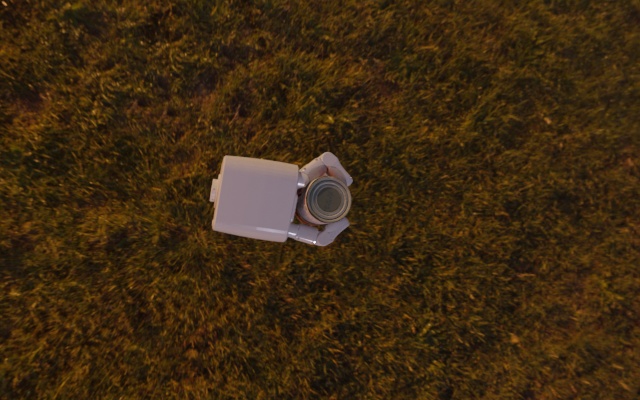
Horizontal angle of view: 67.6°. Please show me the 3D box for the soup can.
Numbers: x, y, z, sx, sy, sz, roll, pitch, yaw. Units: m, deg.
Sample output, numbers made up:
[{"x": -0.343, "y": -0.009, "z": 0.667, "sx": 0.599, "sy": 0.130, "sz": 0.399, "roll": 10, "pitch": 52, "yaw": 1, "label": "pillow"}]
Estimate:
[{"x": 0.001, "y": 0.003, "z": 0.709, "sx": 0.068, "sy": 0.068, "sz": 0.102, "roll": 0, "pitch": -5, "yaw": -14, "label": "soup can"}]
